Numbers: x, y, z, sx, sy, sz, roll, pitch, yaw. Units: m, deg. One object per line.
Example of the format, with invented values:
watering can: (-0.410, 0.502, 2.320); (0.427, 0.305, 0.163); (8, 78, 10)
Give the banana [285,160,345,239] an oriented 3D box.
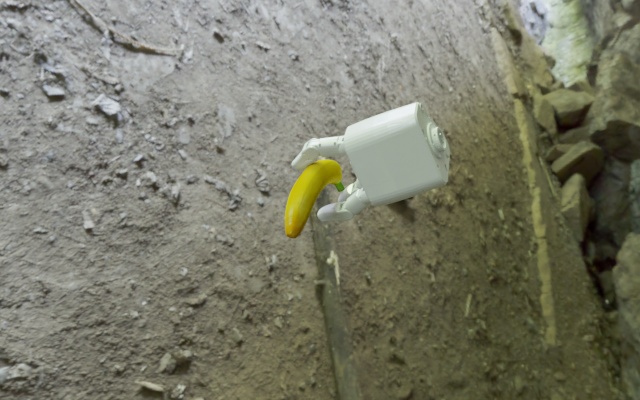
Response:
banana: (-0.006, -0.016, 0.680); (0.037, 0.069, 0.197); (-15, 14, 30)
